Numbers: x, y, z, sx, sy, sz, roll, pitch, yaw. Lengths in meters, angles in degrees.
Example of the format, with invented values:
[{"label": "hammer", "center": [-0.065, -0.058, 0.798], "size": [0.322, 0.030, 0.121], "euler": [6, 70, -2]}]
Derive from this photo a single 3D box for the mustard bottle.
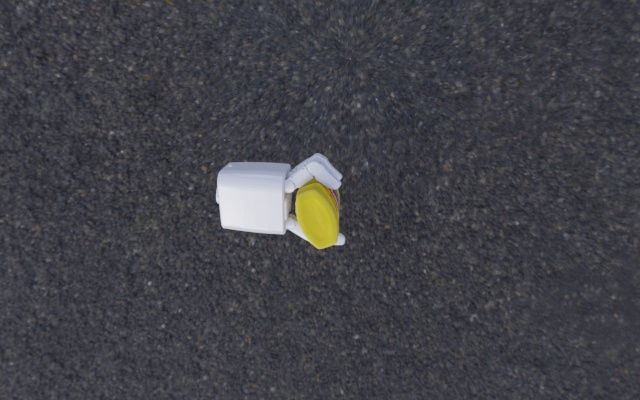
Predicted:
[{"label": "mustard bottle", "center": [0.000, 0.003, 0.795], "size": [0.058, 0.096, 0.191], "euler": [-21, 14, 9]}]
